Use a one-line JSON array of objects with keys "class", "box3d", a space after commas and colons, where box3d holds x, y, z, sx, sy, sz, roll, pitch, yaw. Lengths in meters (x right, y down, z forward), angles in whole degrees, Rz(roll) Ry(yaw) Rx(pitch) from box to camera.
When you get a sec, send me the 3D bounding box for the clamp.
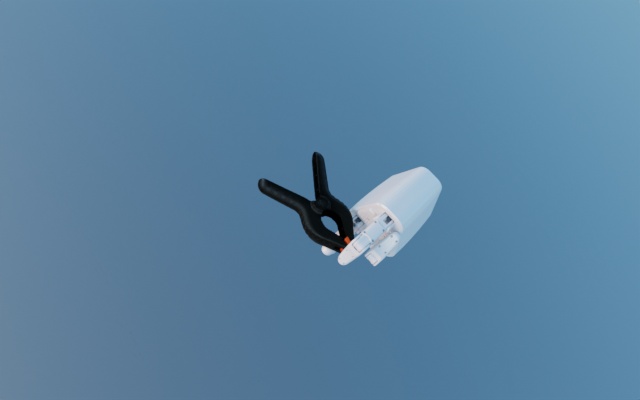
[{"class": "clamp", "box3d": [0.000, 0.002, 0.732, 0.120, 0.171, 0.039, -40, -7, -24]}]
